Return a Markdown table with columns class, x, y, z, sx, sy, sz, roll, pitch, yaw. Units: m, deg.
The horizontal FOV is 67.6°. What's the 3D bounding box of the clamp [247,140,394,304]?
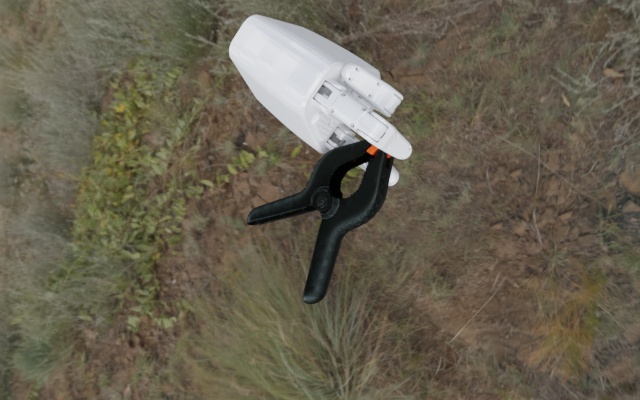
| class | x | y | z | sx | sy | sz | roll | pitch | yaw |
| --- | --- | --- | --- | --- | --- | --- | --- | --- | --- |
| clamp | 0.000 | 0.001 | 0.468 | 0.120 | 0.171 | 0.039 | 39 | 11 | 21 |
